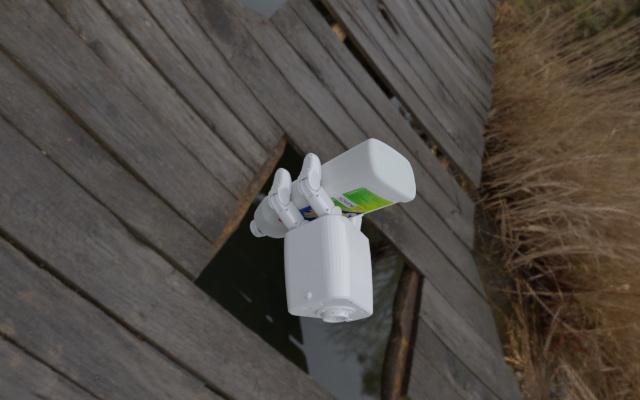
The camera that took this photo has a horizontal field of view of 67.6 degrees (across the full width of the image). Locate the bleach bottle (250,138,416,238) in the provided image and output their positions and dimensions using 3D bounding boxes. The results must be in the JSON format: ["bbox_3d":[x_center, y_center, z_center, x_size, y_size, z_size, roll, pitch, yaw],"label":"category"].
[{"bbox_3d":[0.000,0.002,0.670,0.251,0.068,0.102,-25,-36,35],"label":"bleach bottle"}]
